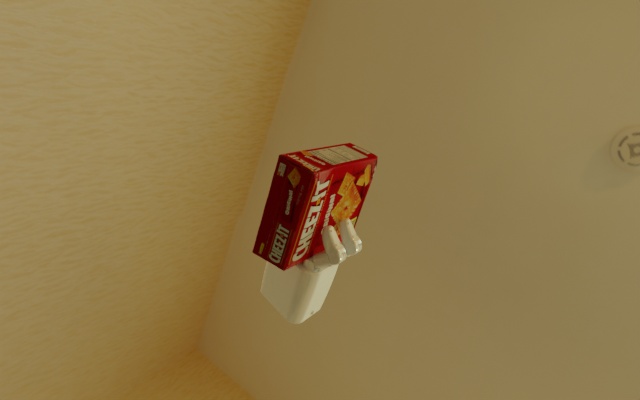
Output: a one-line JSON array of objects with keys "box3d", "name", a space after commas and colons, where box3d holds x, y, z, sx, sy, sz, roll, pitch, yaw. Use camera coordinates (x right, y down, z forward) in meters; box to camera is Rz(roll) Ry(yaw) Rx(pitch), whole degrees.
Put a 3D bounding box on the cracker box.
[{"box3d": [0.000, 0.002, 0.765, 0.072, 0.164, 0.213, 27, 23, 24], "name": "cracker box"}]
